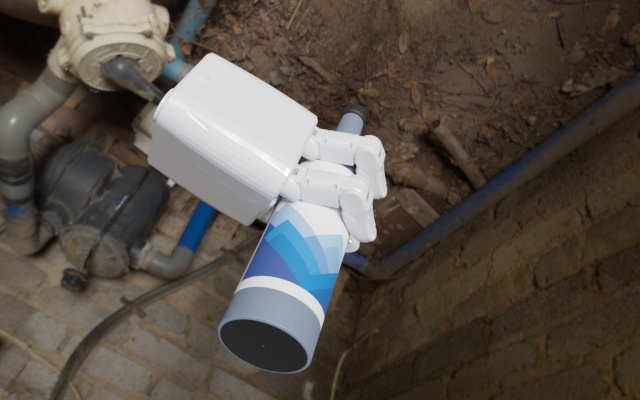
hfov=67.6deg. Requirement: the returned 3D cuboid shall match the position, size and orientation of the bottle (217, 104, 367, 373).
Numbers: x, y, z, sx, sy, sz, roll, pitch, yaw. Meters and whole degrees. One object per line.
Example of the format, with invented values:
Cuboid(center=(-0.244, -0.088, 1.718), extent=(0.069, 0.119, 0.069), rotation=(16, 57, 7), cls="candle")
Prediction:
Cuboid(center=(0.000, 0.002, 0.422), extent=(0.069, 0.069, 0.295), rotation=(0, 41, 20), cls="bottle")
